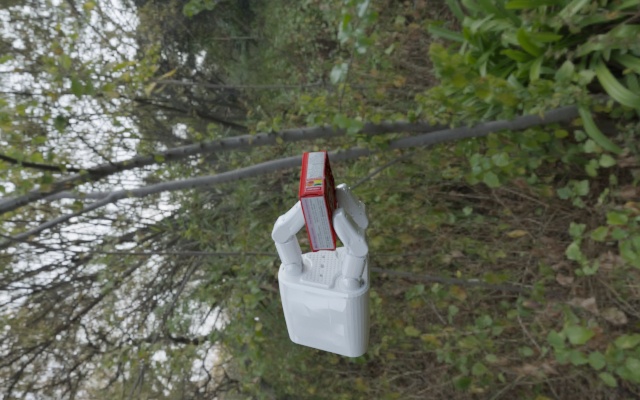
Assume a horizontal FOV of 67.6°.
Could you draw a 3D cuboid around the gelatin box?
[{"bbox_3d":[0.000,0.002,0.529,0.030,0.089,0.073,-5,42,9],"label":"gelatin box"}]
